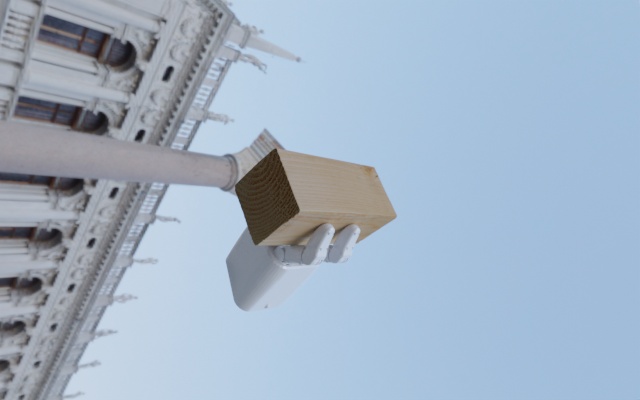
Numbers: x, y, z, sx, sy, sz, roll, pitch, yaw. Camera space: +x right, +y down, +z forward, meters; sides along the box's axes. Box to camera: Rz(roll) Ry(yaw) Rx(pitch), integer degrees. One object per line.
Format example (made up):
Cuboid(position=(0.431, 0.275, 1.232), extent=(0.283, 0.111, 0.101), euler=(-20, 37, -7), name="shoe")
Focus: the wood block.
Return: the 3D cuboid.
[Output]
Cuboid(position=(0.000, 0.002, 0.651), extent=(0.090, 0.090, 0.206), euler=(-38, -26, 32), name="wood block")
